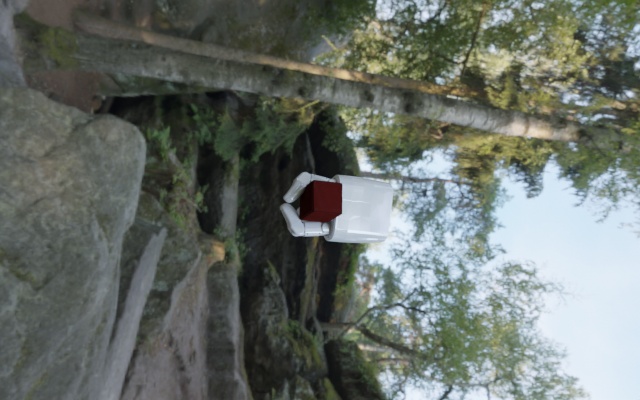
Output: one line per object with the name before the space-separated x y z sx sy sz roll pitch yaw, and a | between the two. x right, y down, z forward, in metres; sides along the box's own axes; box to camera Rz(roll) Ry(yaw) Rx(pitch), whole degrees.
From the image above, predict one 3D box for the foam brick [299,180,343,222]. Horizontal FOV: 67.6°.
foam brick | 0.000 0.003 0.788 0.051 0.053 0.078 6 -15 -17
